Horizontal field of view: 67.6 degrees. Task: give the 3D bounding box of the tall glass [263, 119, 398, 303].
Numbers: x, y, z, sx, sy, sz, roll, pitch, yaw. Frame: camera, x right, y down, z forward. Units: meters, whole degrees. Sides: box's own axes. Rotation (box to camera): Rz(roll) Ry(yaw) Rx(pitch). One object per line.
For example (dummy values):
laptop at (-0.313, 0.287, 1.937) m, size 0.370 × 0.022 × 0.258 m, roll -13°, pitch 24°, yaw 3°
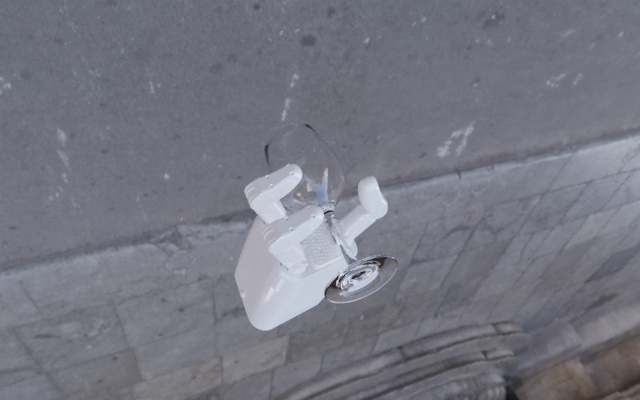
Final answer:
tall glass at (0.000, 0.002, 0.494) m, size 0.079 × 0.201 × 0.079 m, roll -18°, pitch -36°, yaw -13°
